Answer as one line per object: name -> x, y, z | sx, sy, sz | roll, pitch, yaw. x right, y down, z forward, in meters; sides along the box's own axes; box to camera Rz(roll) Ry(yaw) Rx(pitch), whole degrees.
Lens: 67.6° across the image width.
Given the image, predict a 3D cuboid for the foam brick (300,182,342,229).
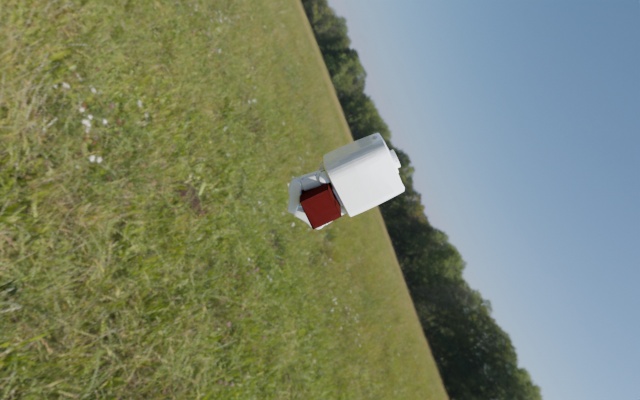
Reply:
foam brick -> 0.000, 0.003, 0.786 | 0.051, 0.053, 0.078 | -23, 17, 7
